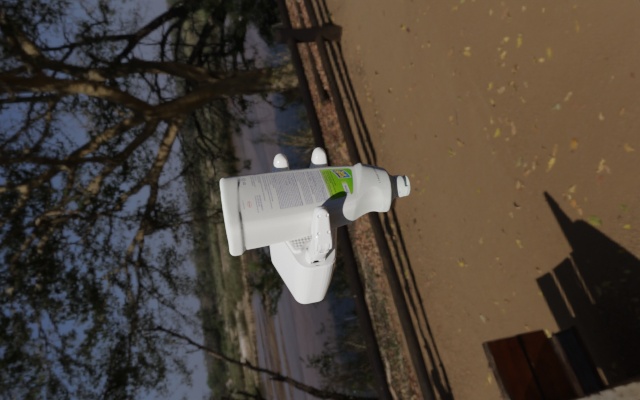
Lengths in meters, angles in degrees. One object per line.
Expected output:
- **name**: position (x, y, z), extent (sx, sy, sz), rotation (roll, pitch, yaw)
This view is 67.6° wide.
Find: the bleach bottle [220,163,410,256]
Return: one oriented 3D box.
- **bleach bottle**: position (0.000, 0.002, 0.630), extent (0.251, 0.102, 0.068), rotation (-8, -38, -13)
